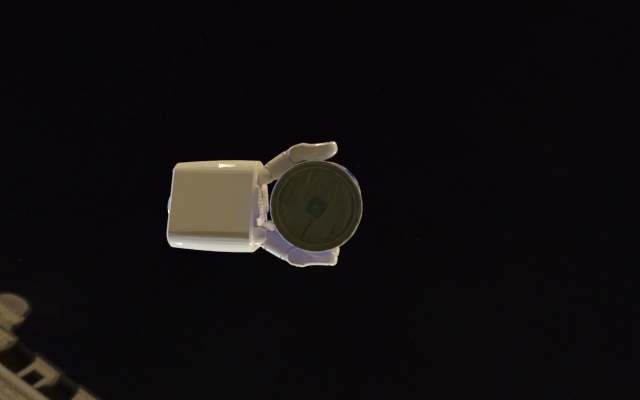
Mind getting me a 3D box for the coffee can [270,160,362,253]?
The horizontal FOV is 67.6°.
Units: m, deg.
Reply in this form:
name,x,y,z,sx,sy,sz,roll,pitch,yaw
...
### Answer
name,x,y,z,sx,sy,sz,roll,pitch,yaw
coffee can,0.000,0.002,0.595,0.103,0.103,0.140,0,4,5
